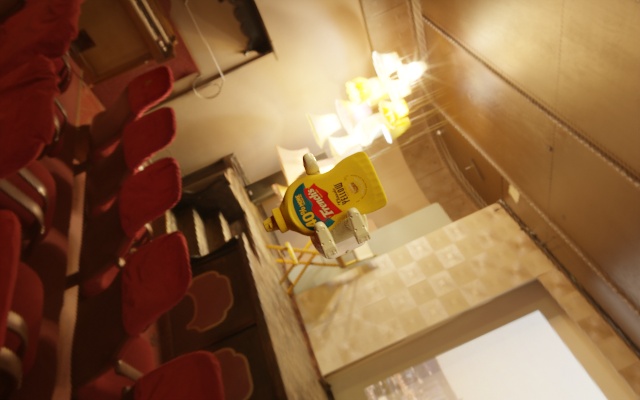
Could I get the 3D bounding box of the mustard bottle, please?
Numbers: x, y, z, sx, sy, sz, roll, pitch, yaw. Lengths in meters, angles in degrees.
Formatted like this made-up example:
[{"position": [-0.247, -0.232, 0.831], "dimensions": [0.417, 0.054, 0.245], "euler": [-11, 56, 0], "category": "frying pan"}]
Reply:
[{"position": [0.000, 0.002, 0.748], "dimensions": [0.191, 0.096, 0.058], "euler": [-24, 4, -1], "category": "mustard bottle"}]
